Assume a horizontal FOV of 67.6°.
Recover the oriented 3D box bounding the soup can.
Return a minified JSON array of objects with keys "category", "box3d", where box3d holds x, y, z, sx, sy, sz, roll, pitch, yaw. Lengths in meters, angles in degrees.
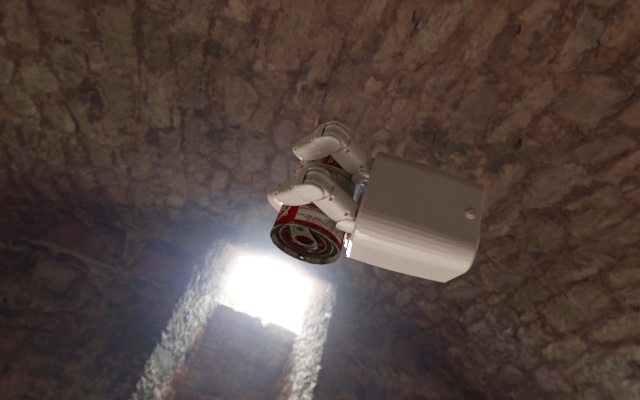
[{"category":"soup can","box3d":[0.000,0.001,0.466,0.068,0.102,0.069,14,-32,9]}]
